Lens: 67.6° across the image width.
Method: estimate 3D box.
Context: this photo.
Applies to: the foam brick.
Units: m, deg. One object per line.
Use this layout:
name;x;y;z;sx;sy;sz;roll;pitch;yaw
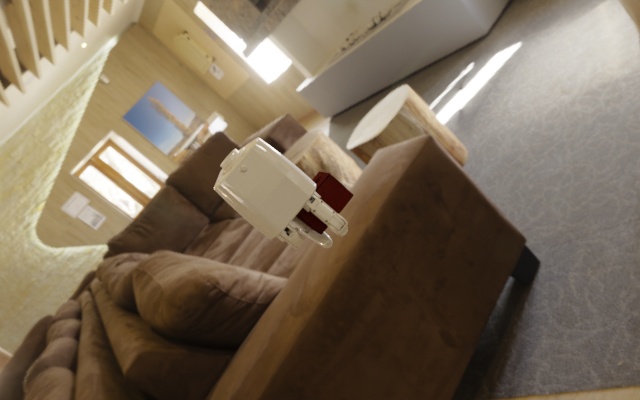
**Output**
foam brick;0.000;0.002;0.703;0.051;0.078;0.053;42;-6;-16
